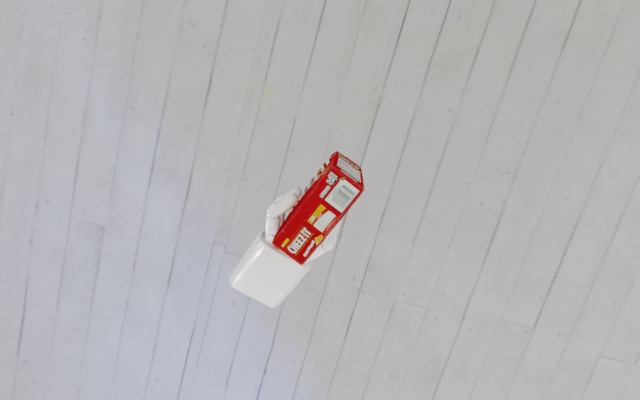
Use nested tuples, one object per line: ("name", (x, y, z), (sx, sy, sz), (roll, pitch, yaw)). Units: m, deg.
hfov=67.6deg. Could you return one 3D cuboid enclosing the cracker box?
("cracker box", (0.000, 0.003, 0.849), (0.072, 0.164, 0.213), (37, 12, -5))
